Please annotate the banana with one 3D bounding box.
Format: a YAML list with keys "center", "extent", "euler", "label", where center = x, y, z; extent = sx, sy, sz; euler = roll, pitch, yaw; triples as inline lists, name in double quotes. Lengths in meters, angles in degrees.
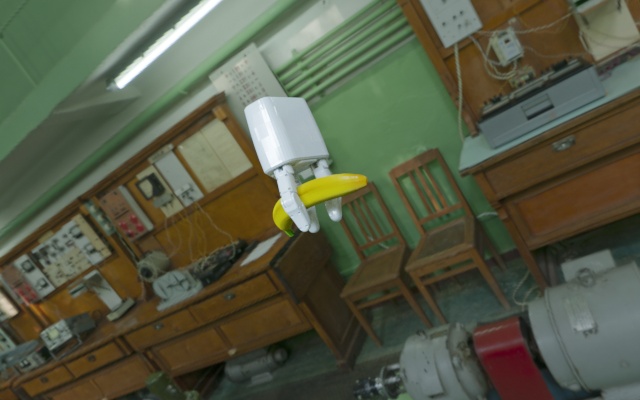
- center: [-0.017, 0.000, 0.722]
  extent: [0.069, 0.037, 0.198]
  euler: [13, -32, -37]
  label: "banana"
